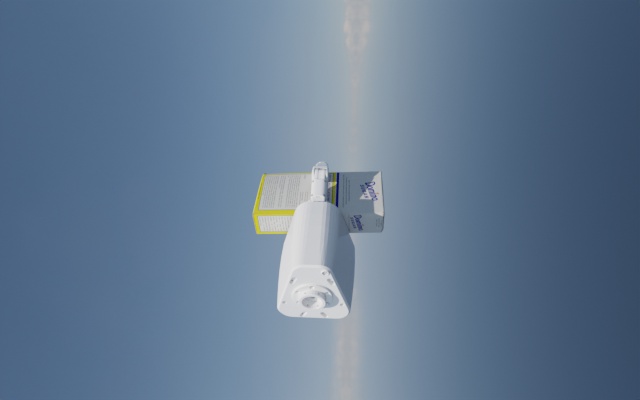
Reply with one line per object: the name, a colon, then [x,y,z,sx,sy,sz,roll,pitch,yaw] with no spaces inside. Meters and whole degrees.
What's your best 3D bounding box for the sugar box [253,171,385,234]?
sugar box: [0.000,0.003,0.675,0.176,0.048,0.093,1,42,4]
